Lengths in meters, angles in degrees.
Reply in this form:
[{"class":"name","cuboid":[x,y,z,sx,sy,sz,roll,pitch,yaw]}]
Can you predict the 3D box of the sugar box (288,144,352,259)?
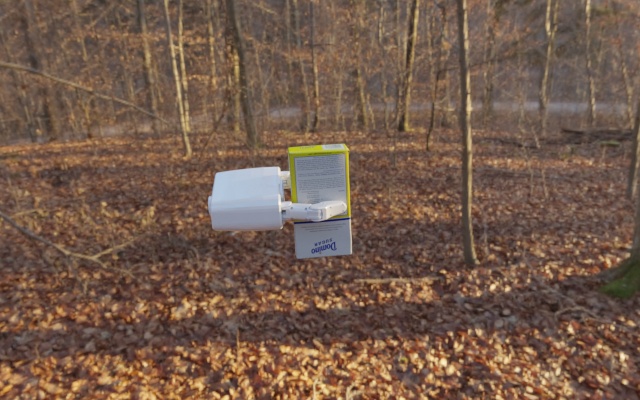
[{"class":"sugar box","cuboid":[0.000,0.002,0.760,0.093,0.176,0.048,-4,21,-4]}]
